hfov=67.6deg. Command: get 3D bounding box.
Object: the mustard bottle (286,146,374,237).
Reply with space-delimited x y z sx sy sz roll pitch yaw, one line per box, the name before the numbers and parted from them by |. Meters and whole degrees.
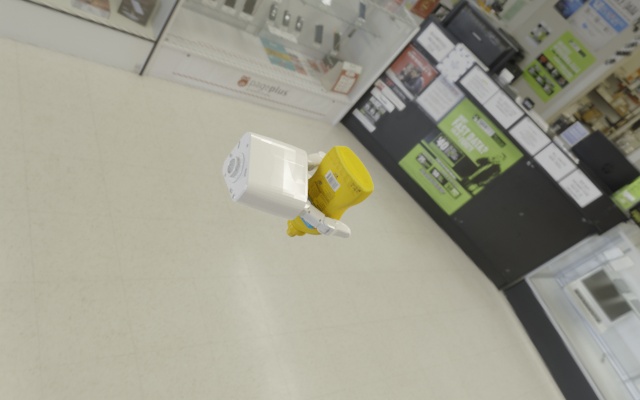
mustard bottle | 0.001 0.003 0.808 0.058 0.096 0.192 -8 -31 -50
